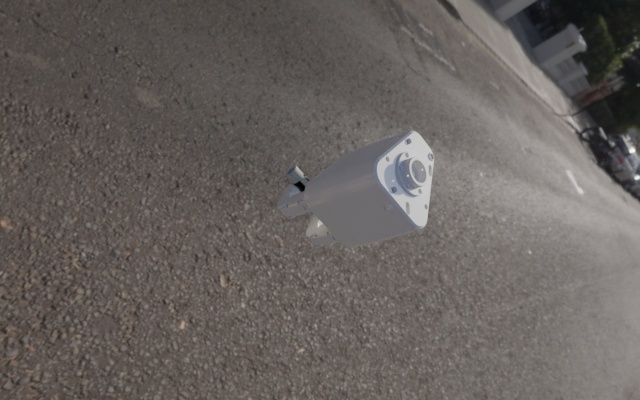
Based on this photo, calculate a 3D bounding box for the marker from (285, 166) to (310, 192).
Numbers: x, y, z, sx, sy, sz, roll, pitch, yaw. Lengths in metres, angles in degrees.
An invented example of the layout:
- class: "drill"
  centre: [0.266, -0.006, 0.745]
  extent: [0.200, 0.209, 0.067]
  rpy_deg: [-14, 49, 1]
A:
- class: "marker"
  centre: [0.000, 0.002, 0.632]
  extent: [0.121, 0.020, 0.020]
  rpy_deg: [47, -22, -23]
